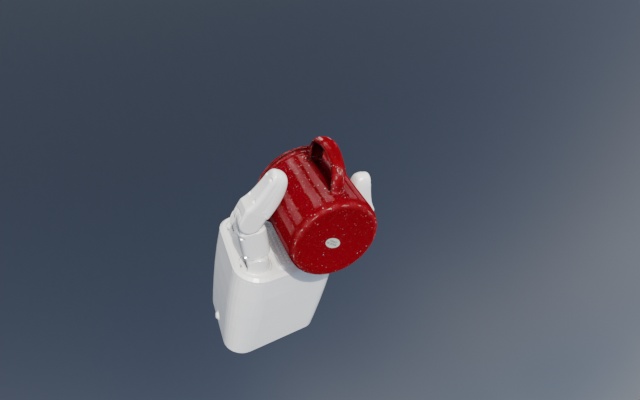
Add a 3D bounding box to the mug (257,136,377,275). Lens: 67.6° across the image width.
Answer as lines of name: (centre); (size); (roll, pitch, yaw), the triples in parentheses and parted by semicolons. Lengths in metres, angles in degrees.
mug: (0.001, 0.000, 0.418); (0.093, 0.117, 0.081); (-5, 38, -25)
